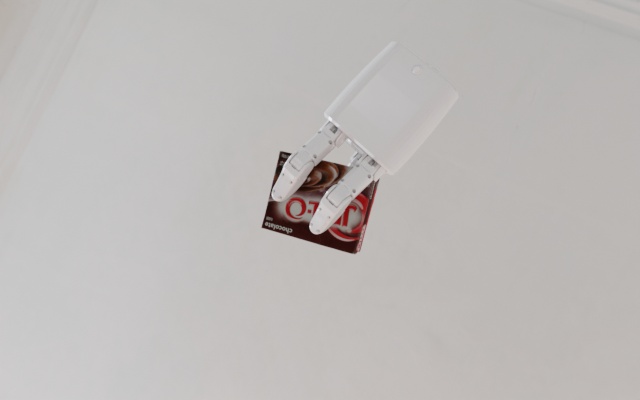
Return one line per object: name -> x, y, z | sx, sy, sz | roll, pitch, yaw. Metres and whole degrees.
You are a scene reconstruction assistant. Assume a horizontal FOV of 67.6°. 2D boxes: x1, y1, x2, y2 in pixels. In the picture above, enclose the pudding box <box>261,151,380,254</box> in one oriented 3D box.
pudding box -> 0.000, 0.002, 0.530 | 0.113, 0.090, 0.039 | 14, 1, 16
